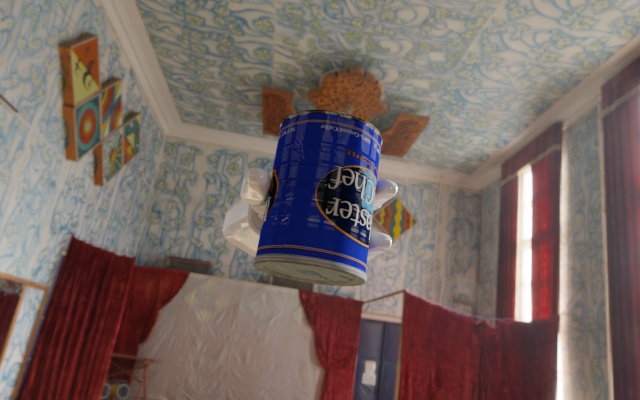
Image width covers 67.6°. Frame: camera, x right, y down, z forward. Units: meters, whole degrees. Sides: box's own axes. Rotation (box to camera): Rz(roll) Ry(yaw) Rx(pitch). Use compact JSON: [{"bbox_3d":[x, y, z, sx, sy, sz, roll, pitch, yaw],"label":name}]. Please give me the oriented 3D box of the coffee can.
[{"bbox_3d":[0.000,0.002,0.450,0.103,0.140,0.103,8,-17,3],"label":"coffee can"}]
